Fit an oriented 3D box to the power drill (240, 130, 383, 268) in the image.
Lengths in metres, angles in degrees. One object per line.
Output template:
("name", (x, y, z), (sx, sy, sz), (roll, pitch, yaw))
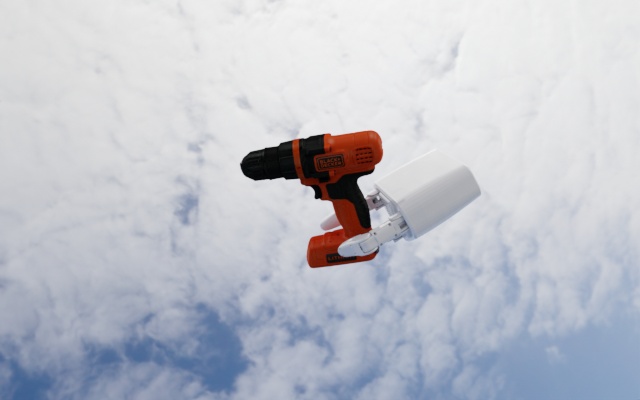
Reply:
("power drill", (0.000, 0.002, 0.643), (0.184, 0.188, 0.057), (-8, 32, 8))
